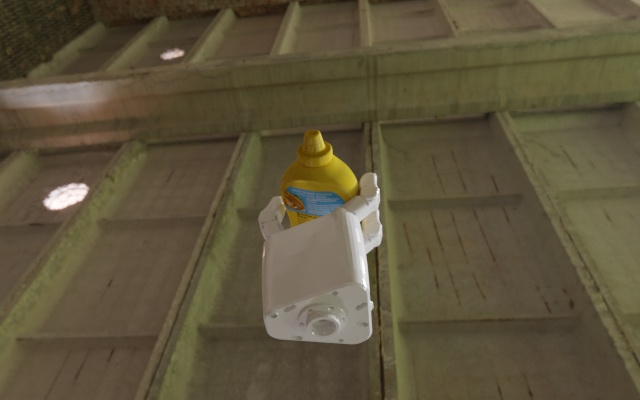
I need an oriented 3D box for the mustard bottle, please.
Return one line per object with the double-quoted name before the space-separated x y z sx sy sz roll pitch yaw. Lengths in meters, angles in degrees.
"mustard bottle" 0.000 0.002 0.585 0.096 0.192 0.058 8 40 20
